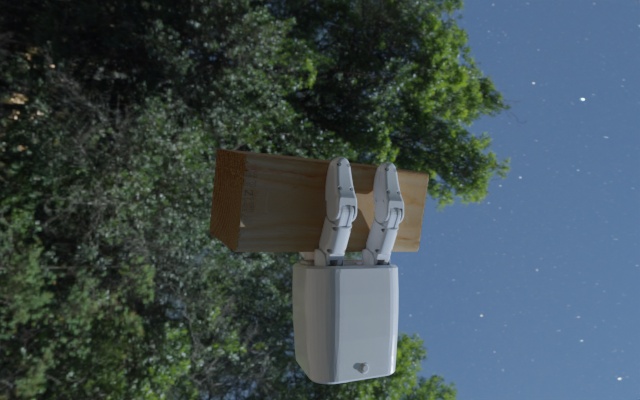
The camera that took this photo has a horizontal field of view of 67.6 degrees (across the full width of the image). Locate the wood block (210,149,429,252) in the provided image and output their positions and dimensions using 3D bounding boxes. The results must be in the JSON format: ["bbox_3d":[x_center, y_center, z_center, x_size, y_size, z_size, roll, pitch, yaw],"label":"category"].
[{"bbox_3d":[0.000,0.002,0.500,0.206,0.090,0.091,4,6,-29],"label":"wood block"}]
